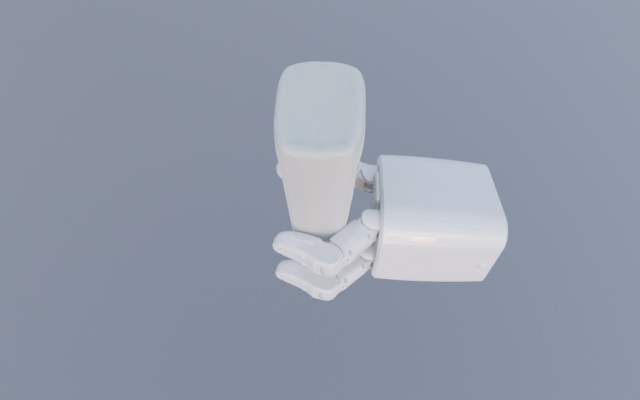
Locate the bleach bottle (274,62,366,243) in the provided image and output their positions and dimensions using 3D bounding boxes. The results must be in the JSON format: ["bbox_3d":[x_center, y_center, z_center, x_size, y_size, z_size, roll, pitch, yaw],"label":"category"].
[{"bbox_3d":[0.000,0.002,0.449,0.068,0.102,0.251,2,-34,2],"label":"bleach bottle"}]
